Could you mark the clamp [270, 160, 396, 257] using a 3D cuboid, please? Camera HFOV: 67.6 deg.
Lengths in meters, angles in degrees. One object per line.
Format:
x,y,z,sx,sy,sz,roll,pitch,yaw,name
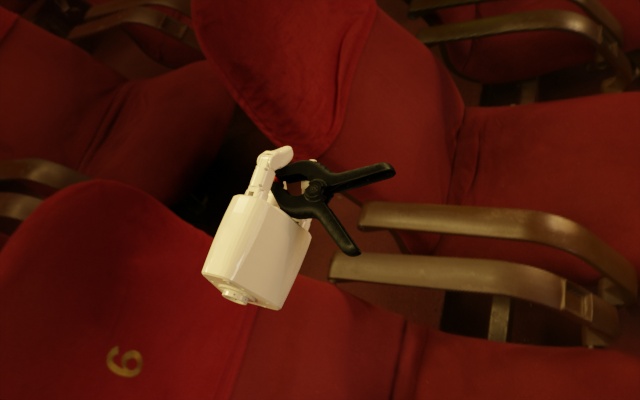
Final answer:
0.000,0.002,0.594,0.171,0.120,0.039,7,-26,30,clamp
